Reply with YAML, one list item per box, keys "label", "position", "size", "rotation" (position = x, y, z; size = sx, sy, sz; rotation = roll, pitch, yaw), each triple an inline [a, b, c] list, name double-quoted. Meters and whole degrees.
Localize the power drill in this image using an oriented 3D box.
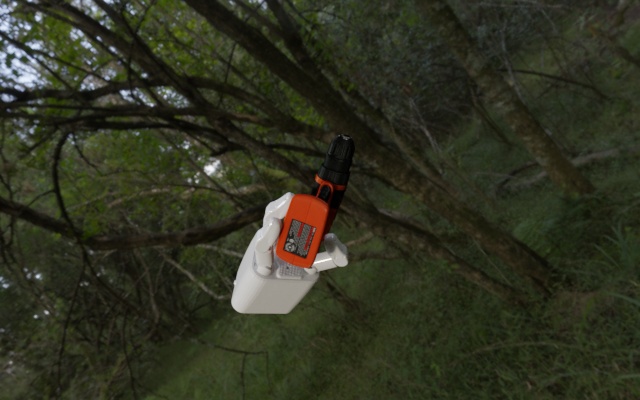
- label: "power drill"
  position: [0.000, 0.003, 0.705]
  size: [0.057, 0.184, 0.187]
  rotation: [19, 21, 8]
